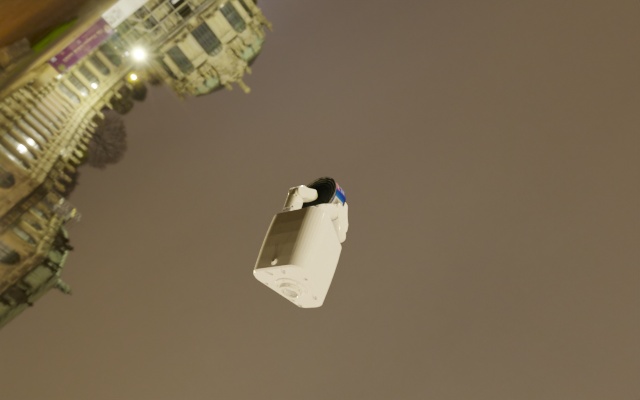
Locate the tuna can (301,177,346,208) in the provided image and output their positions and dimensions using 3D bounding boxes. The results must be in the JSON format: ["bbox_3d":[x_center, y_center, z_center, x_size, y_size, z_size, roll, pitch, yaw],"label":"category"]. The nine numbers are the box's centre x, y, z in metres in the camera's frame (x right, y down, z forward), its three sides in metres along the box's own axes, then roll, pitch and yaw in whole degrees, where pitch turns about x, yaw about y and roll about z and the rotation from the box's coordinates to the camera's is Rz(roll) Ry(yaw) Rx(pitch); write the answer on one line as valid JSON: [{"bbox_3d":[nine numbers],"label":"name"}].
[{"bbox_3d":[0.000,0.003,0.817,0.086,0.086,0.034,0,-37,46],"label":"tuna can"}]
